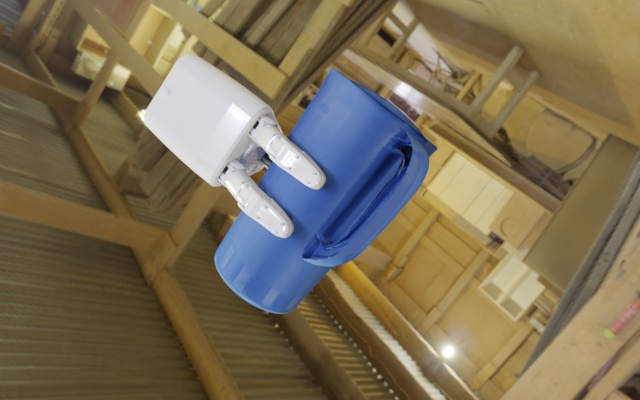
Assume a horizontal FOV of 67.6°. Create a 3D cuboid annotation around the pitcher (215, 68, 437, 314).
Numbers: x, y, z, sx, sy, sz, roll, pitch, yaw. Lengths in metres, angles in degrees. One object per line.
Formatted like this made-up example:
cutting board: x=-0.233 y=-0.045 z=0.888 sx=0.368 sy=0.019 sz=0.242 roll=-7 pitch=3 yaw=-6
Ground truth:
pitcher: x=0.000 y=0.001 z=0.491 sx=0.145 sy=0.243 sz=0.149 roll=39 pitch=12 yaw=11
